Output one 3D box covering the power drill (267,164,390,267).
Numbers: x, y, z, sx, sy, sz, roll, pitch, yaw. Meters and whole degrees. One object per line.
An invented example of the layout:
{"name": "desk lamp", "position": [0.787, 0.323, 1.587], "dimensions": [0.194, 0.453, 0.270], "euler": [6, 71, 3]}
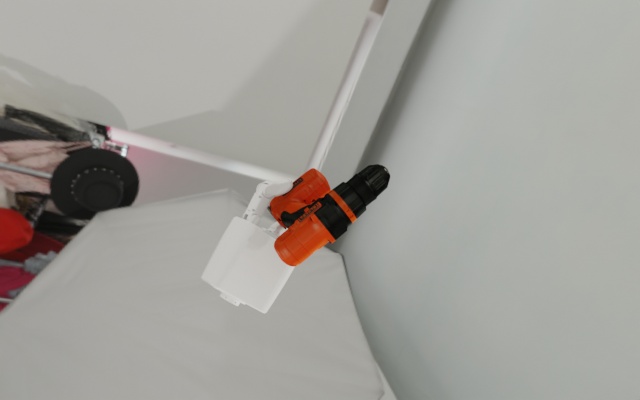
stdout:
{"name": "power drill", "position": [0.000, 0.002, 0.697], "dimensions": [0.184, 0.057, 0.187], "euler": [-38, 17, -4]}
